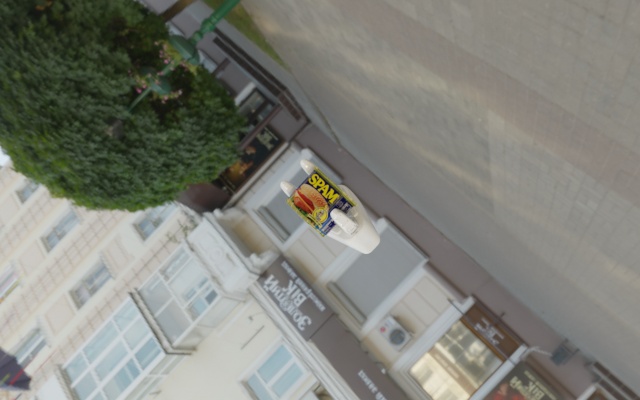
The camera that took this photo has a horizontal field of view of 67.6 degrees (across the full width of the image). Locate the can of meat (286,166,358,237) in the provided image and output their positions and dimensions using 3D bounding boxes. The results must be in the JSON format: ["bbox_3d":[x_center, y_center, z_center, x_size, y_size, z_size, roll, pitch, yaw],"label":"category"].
[{"bbox_3d":[0.000,0.003,0.852,0.102,0.084,0.057,44,2,29],"label":"can of meat"}]
